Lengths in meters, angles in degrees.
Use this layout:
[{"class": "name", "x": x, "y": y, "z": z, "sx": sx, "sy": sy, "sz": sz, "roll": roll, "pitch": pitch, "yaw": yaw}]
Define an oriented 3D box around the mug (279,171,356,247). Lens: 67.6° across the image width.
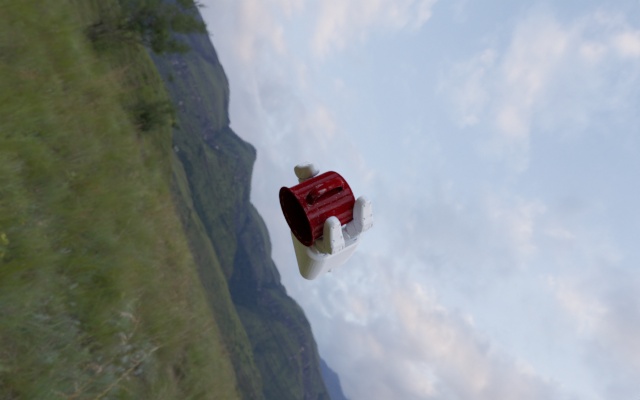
[{"class": "mug", "x": 0.001, "y": 0.001, "z": 0.673, "sx": 0.081, "sy": 0.093, "sz": 0.117, "roll": -25, "pitch": -20, "yaw": -22}]
